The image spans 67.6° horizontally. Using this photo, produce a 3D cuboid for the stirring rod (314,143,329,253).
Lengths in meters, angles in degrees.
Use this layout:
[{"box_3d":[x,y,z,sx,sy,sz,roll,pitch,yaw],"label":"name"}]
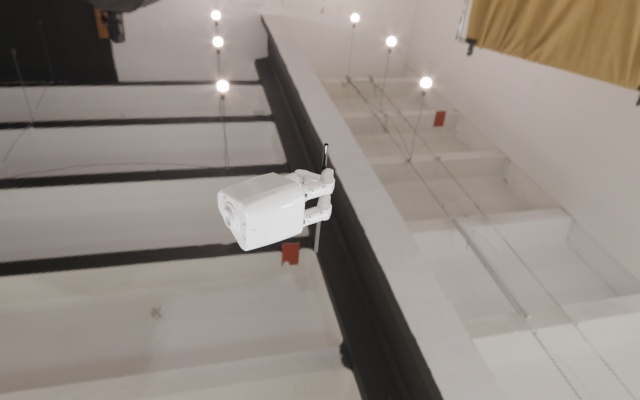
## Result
[{"box_3d":[0.000,0.003,0.878,0.011,0.240,0.011,4,35,-3],"label":"stirring rod"}]
